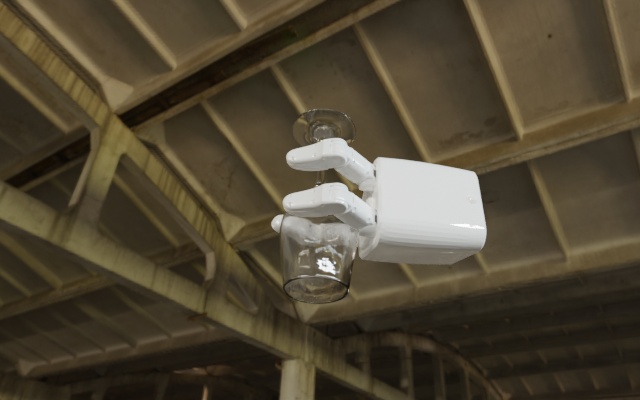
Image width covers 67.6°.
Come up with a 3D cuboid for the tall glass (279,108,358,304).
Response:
[{"bbox_3d":[0.000,0.001,0.497,0.079,0.201,0.079,2,-34,2],"label":"tall glass"}]
